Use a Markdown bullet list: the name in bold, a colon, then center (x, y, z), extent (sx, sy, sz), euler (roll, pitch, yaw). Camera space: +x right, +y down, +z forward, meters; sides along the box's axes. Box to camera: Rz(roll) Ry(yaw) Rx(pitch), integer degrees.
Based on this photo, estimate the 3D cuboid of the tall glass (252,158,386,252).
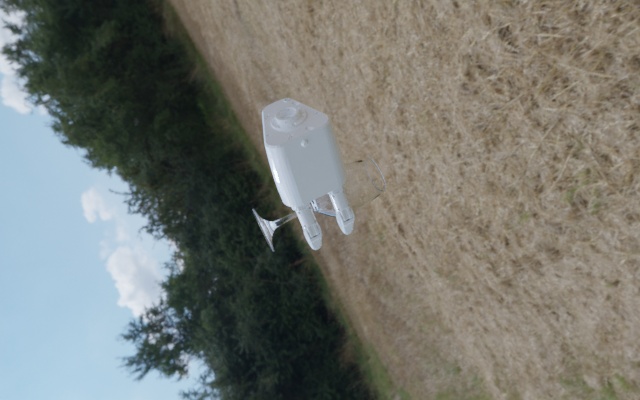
- **tall glass**: center (0.000, 0.003, 0.743), extent (0.201, 0.079, 0.079), euler (-26, 5, -10)
